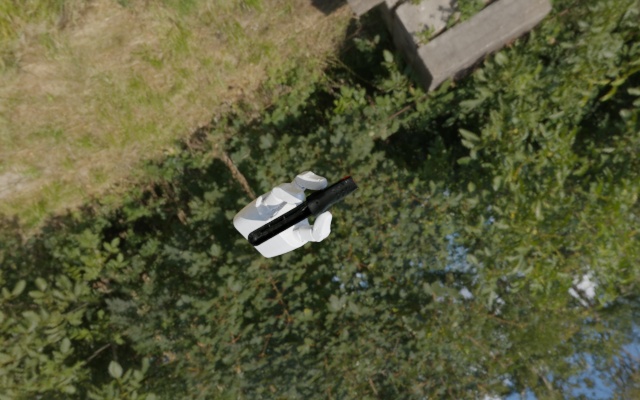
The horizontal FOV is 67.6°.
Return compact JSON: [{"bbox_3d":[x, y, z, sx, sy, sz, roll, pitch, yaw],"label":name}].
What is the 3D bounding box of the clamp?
[{"bbox_3d":[0.001,0.003,0.755,0.210,0.036,0.164,-31,3,-40],"label":"clamp"}]
